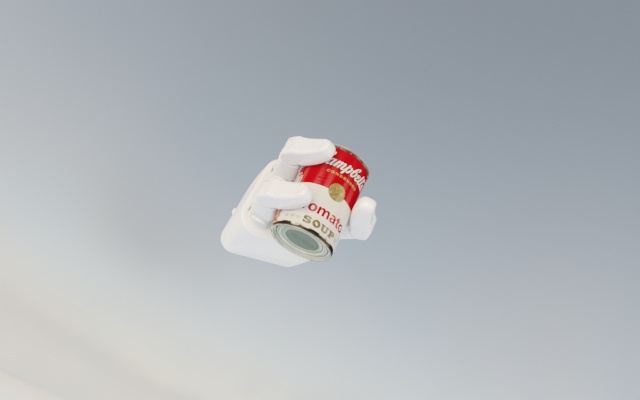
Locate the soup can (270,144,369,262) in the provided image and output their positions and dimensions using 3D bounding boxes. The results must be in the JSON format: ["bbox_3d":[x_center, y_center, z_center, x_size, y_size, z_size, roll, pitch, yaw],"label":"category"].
[{"bbox_3d":[0.000,0.002,0.484,0.068,0.102,0.068,20,-29,12],"label":"soup can"}]
